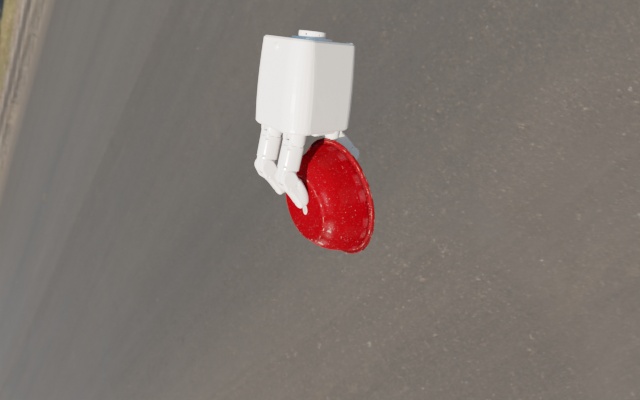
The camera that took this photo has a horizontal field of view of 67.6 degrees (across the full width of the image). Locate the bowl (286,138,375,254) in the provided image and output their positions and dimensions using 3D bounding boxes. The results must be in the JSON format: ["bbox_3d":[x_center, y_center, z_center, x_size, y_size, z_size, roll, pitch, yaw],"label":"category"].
[{"bbox_3d":[0.000,0.003,0.634,0.055,0.162,0.162,-19,10,-29],"label":"bowl"}]
